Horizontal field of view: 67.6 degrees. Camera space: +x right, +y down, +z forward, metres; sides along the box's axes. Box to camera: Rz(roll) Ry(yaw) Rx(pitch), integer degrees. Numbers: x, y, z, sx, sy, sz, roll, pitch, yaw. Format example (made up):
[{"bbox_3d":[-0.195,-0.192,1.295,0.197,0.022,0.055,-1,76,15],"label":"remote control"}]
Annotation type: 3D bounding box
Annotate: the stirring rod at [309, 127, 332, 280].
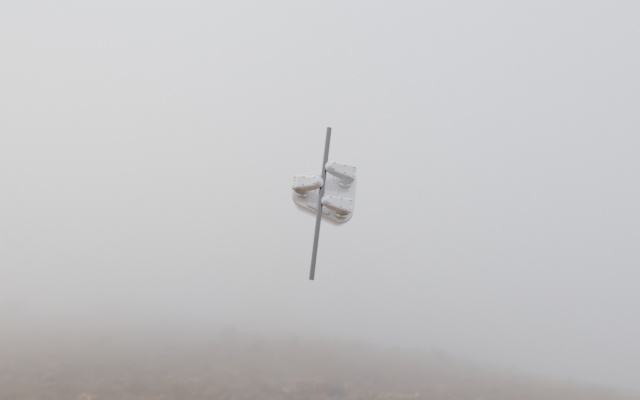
[{"bbox_3d":[0.000,0.003,0.740,0.011,0.239,0.011,7,-9,1],"label":"stirring rod"}]
